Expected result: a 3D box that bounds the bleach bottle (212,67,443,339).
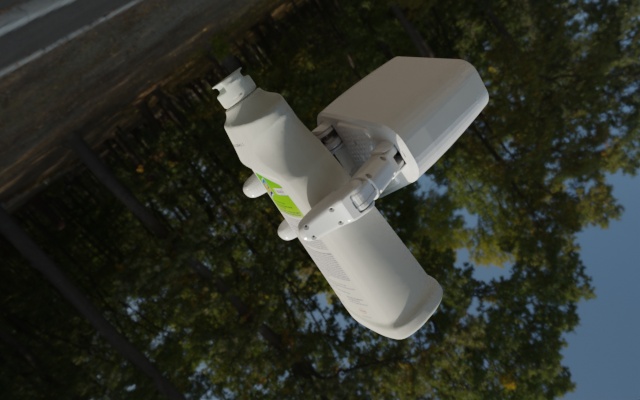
[{"bbox_3d":[0.000,0.001,0.404,0.068,0.251,0.102,-43,20,-20],"label":"bleach bottle"}]
